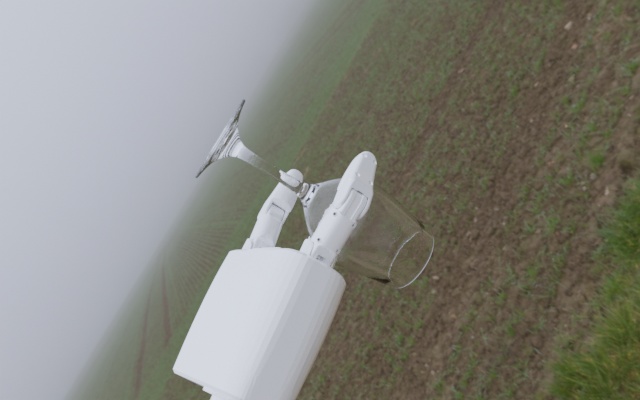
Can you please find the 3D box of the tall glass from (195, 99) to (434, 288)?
[{"bbox_3d":[0.000,0.001,0.407,0.201,0.079,0.079,32,-9,-14],"label":"tall glass"}]
